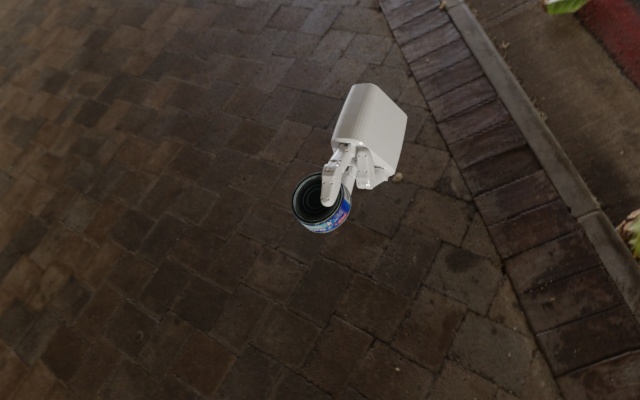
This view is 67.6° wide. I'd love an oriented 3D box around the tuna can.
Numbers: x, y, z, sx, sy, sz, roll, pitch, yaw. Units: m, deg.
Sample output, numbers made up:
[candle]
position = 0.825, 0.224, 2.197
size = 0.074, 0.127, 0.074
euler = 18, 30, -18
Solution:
[tuna can]
position = 0.000, 0.002, 0.702
size = 0.086, 0.086, 0.034
euler = 0, -23, 26
